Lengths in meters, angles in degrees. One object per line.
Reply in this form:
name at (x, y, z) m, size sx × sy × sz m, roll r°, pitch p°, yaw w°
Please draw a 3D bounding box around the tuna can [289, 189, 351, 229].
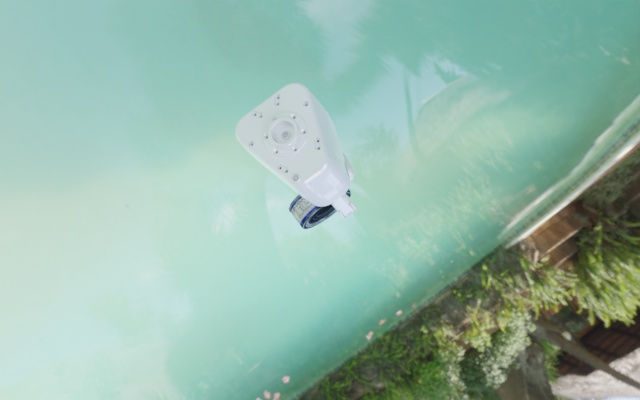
tuna can at (0.000, 0.003, 0.665) m, size 0.086 × 0.033 × 0.086 m, roll -34°, pitch -14°, yaw -10°
